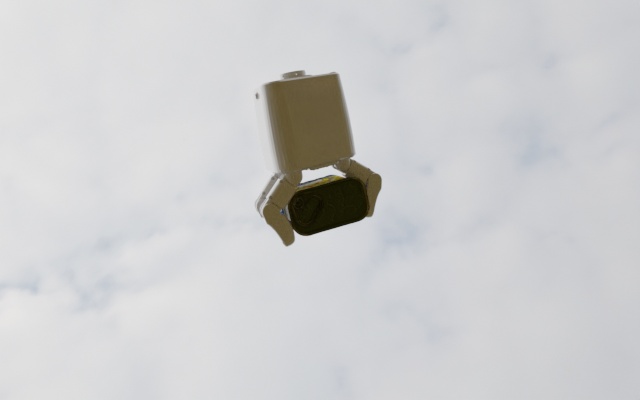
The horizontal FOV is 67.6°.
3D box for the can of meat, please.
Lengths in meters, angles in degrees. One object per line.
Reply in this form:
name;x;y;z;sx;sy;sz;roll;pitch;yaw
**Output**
can of meat;0.000;0.002;0.620;0.102;0.057;0.084;-16;12;-13
